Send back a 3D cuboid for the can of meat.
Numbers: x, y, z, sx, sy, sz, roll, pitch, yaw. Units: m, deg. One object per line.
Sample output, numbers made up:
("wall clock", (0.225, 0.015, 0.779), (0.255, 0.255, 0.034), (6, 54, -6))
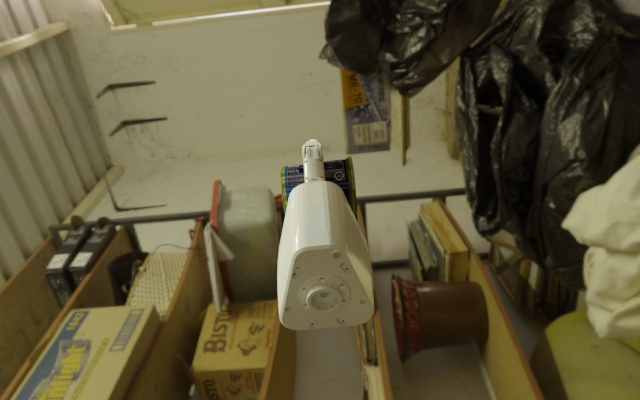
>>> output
("can of meat", (0.000, 0.002, 0.573), (0.084, 0.102, 0.057), (-6, 36, 1))
